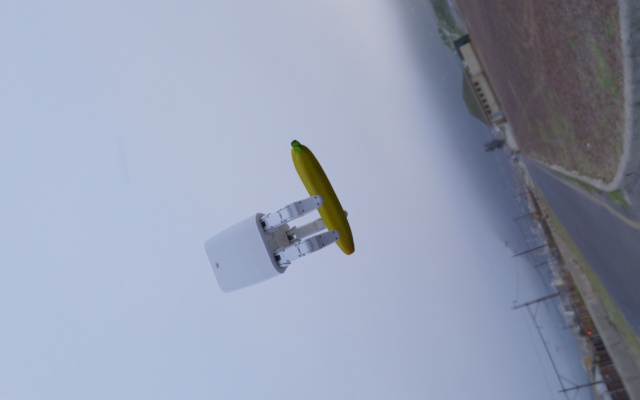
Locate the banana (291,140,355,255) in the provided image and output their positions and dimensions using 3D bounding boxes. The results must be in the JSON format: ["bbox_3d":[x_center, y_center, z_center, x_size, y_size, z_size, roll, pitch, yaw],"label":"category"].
[{"bbox_3d":[0.000,-0.008,0.723,0.037,0.198,0.069,-24,19,15],"label":"banana"}]
